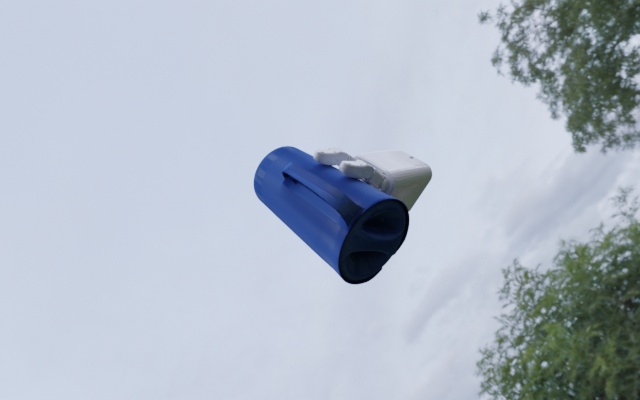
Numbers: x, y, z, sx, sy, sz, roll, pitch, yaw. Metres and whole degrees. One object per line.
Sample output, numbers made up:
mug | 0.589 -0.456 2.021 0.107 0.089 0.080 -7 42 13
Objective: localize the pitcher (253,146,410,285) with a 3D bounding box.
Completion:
pitcher | 0.000 0.002 0.714 0.145 0.149 0.242 -14 35 -38
